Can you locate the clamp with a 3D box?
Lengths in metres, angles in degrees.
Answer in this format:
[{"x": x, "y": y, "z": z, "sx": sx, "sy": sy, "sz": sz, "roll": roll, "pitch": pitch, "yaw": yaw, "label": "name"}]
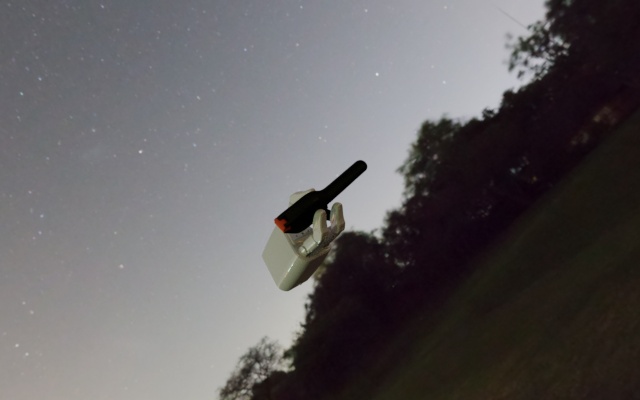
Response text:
[{"x": -0.001, "y": 0.003, "z": 0.890, "sx": 0.036, "sy": 0.165, "sz": 0.210, "roll": 44, "pitch": 36, "yaw": 19, "label": "clamp"}]
